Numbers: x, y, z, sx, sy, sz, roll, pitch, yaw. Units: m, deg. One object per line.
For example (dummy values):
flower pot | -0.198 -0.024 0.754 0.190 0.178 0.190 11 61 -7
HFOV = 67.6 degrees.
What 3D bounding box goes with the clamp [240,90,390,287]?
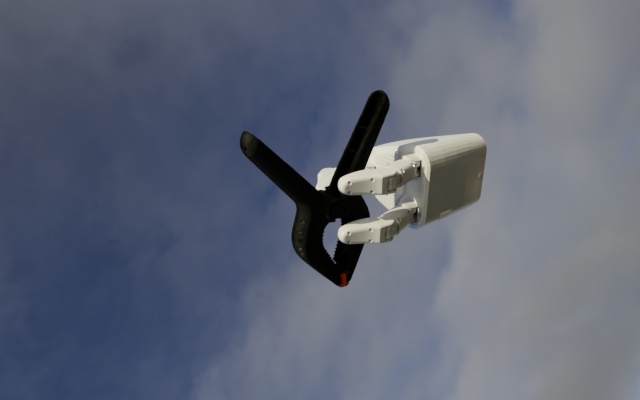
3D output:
clamp | 0.000 0.002 0.489 0.164 0.210 0.036 -15 28 -30
